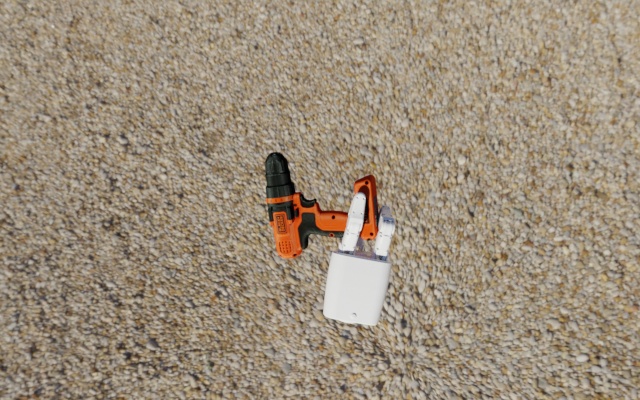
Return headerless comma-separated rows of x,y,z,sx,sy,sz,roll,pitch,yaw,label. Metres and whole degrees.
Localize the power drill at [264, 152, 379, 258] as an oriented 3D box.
0.001,0.003,0.800,0.187,0.184,0.057,-5,12,17,power drill
